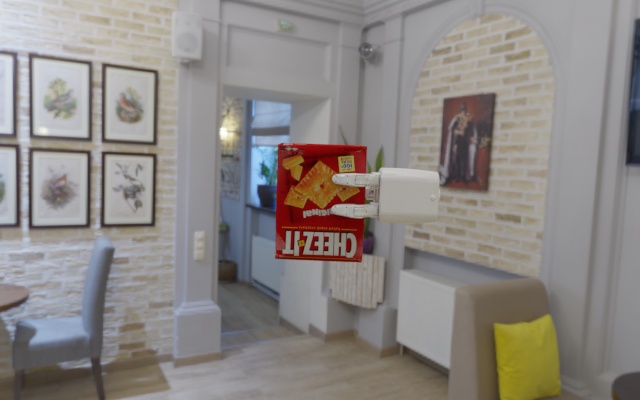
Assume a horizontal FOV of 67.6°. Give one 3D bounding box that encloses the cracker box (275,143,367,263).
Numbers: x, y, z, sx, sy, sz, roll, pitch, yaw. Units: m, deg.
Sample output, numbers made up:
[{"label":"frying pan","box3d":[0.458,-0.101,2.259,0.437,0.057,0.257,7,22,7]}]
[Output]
[{"label":"cracker box","box3d":[0.000,0.003,0.887,0.164,0.214,0.072,2,5,1]}]
